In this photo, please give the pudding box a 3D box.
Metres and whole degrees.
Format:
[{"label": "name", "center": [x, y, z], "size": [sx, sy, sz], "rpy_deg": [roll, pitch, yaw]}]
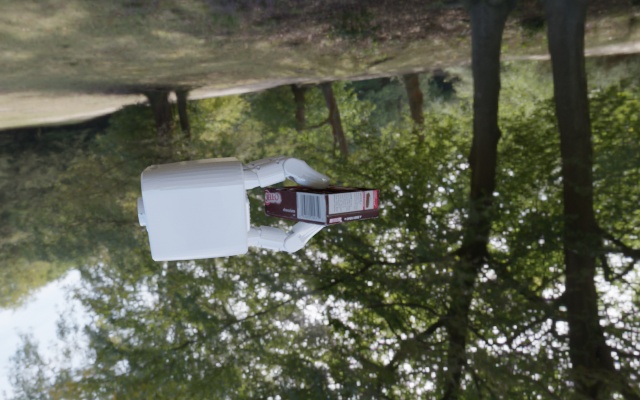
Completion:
[{"label": "pudding box", "center": [0.000, 0.002, 0.572], "size": [0.090, 0.039, 0.113], "rpy_deg": [-7, 11, -42]}]
